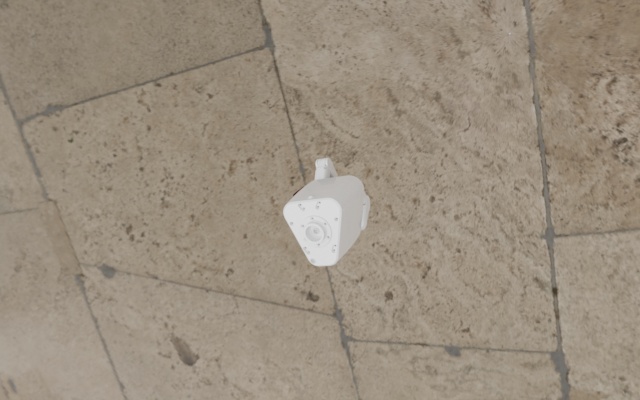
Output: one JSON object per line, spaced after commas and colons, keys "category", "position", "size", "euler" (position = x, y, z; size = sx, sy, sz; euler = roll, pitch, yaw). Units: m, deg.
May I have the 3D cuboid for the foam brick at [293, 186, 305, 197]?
{"category": "foam brick", "position": [0.000, 0.003, 0.825], "size": [0.078, 0.053, 0.051], "euler": [-6, 17, 24]}
